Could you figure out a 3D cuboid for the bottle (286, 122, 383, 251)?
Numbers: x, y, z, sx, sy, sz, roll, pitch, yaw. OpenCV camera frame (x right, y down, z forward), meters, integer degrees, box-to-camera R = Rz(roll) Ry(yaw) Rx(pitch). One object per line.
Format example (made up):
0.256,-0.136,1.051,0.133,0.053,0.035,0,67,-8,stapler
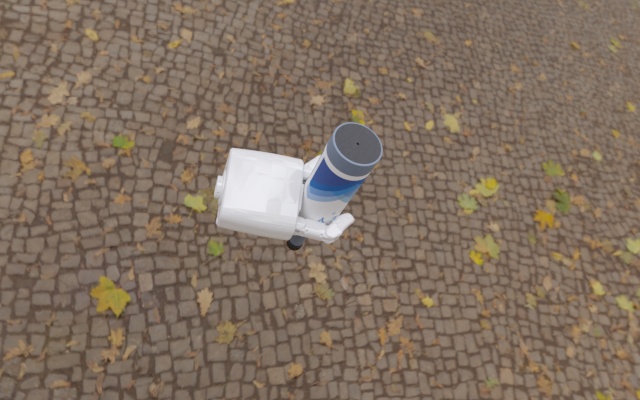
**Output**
0.000,0.002,0.706,0.069,0.069,0.296,0,-29,-21,bottle
